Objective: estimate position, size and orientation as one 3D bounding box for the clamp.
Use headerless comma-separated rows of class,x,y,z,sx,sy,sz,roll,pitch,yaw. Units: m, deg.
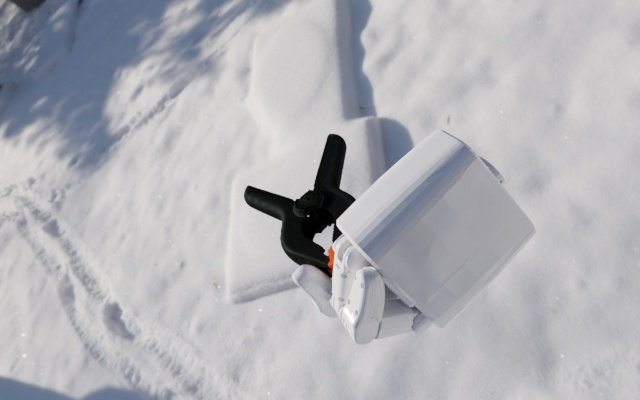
clamp,0.000,0.001,0.448,0.039,0.120,0.171,47,2,-43
